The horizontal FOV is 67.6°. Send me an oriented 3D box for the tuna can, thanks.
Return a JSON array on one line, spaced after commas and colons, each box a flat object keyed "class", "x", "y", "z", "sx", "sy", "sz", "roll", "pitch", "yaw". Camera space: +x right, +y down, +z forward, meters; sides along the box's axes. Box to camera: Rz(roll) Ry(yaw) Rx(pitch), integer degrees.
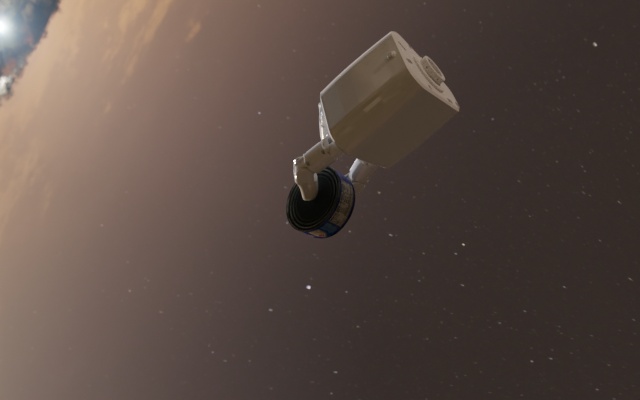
[{"class": "tuna can", "x": 0.000, "y": 0.002, "z": 0.579, "sx": 0.086, "sy": 0.086, "sz": 0.034, "roll": 0, "pitch": -21, "yaw": 45}]
